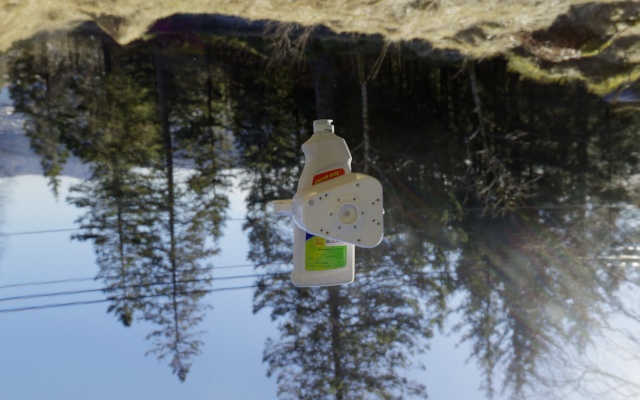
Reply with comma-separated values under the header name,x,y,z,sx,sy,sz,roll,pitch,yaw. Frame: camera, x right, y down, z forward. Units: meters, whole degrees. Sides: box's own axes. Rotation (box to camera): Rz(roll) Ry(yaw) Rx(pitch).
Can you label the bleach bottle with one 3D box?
name,x,y,z,sx,sy,sz,roll,pitch,yaw
bleach bottle,0.000,0.002,0.742,0.102,0.251,0.068,-3,4,-9
